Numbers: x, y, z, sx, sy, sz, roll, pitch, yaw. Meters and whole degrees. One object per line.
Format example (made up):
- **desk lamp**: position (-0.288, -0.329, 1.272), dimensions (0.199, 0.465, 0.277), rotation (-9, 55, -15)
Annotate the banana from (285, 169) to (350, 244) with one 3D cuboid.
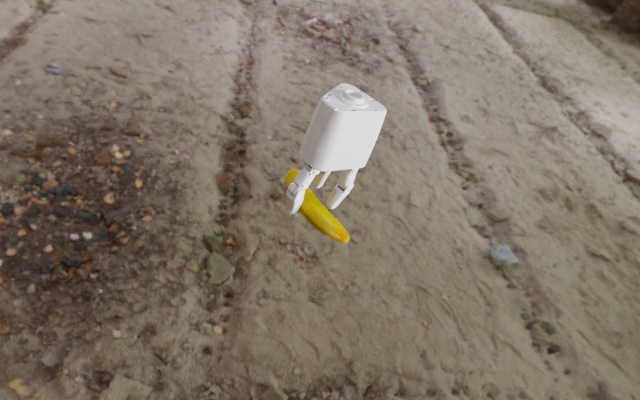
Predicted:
- **banana**: position (-0.017, -0.001, 0.817), dimensions (0.069, 0.037, 0.197), rotation (4, 37, -34)
